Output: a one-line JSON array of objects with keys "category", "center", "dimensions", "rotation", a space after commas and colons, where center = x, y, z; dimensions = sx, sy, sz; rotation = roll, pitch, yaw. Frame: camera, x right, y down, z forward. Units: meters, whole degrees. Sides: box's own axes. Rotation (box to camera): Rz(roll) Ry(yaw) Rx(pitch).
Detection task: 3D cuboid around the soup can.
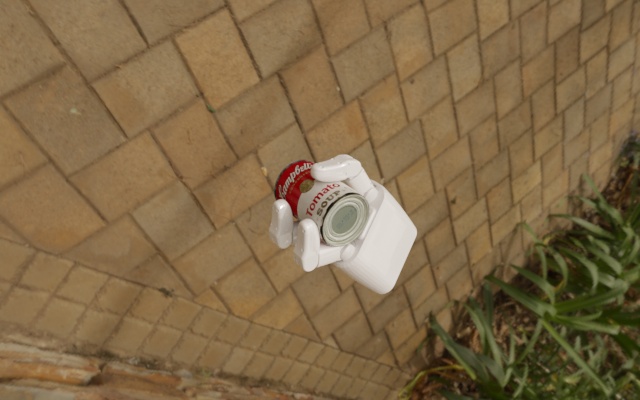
[{"category": "soup can", "center": [0.000, 0.002, 0.556], "dimensions": [0.068, 0.068, 0.102], "rotation": [0, 25, -38]}]
